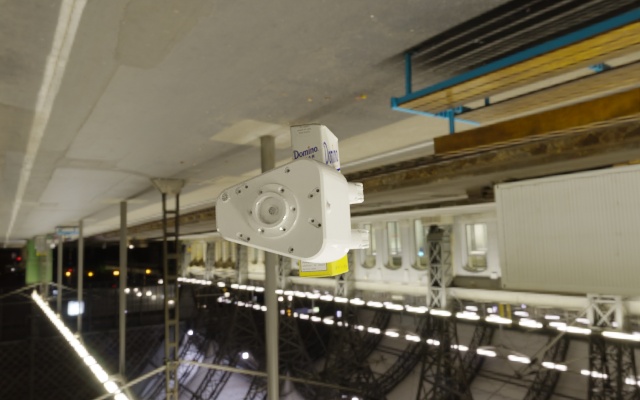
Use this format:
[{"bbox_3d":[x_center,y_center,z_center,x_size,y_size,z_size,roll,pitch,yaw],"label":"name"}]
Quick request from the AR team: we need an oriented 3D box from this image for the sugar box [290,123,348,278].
[{"bbox_3d":[0.001,0.002,0.583,0.048,0.176,0.093,-3,-5,14],"label":"sugar box"}]
